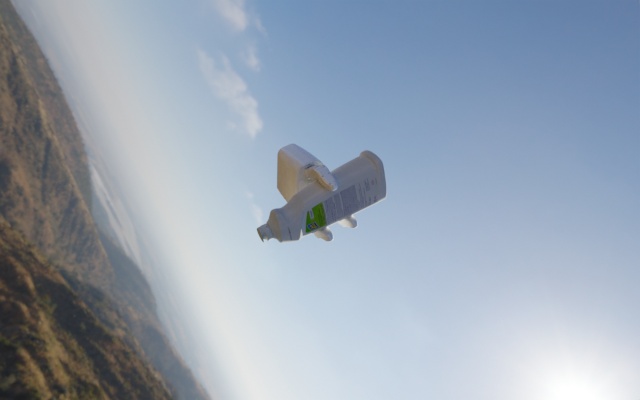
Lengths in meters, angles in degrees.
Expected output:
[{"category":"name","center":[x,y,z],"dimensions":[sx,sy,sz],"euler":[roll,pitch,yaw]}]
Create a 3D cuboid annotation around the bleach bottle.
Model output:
[{"category":"bleach bottle","center":[0.000,0.003,0.872],"dimensions":[0.251,0.103,0.068],"euler":[-26,38,-17]}]
